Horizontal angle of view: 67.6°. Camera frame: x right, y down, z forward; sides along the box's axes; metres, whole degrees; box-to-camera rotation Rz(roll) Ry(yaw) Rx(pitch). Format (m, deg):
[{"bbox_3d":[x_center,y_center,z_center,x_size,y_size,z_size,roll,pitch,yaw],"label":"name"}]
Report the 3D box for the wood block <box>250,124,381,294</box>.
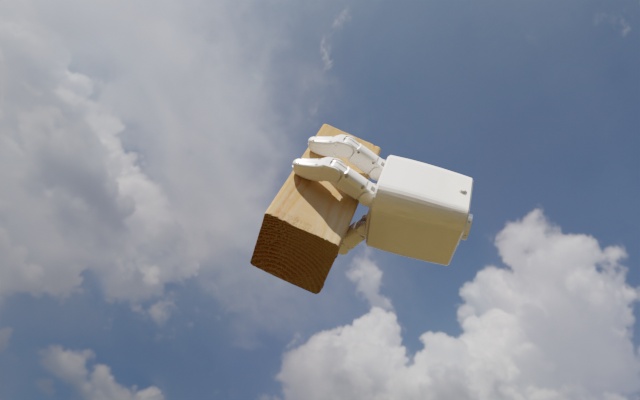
[{"bbox_3d":[0.000,0.002,0.603,0.090,0.091,0.206,24,40,4],"label":"wood block"}]
